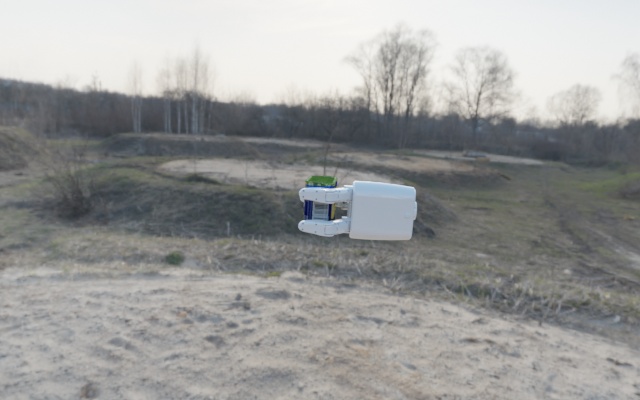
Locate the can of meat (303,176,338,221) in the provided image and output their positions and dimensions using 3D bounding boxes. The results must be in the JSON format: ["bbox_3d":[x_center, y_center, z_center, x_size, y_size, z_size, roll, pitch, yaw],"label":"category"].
[{"bbox_3d":[0.000,0.002,0.845,0.057,0.084,0.102,5,11,4],"label":"can of meat"}]
